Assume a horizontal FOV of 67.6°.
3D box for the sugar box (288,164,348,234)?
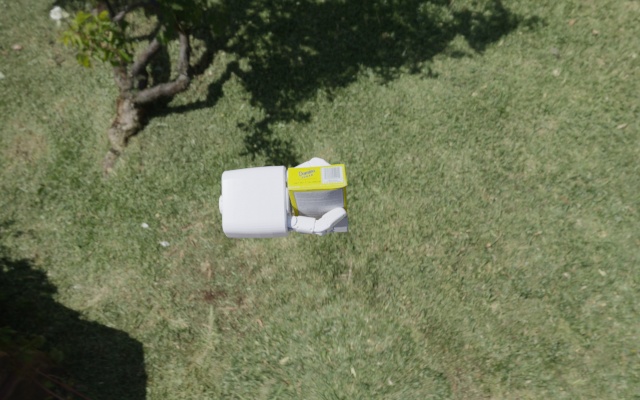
[{"bbox_3d":[0.000,0.002,0.818,0.093,0.048,0.176,-3,-25,2],"label":"sugar box"}]
